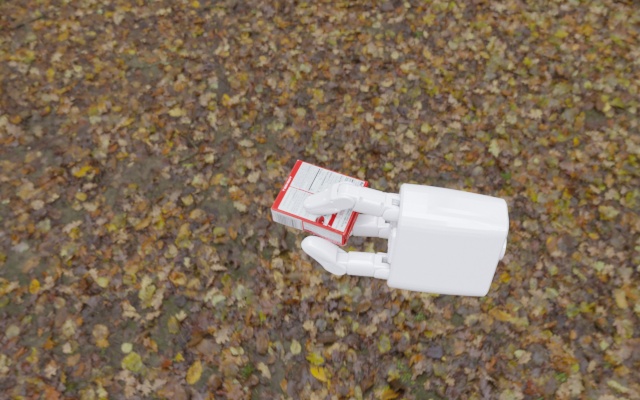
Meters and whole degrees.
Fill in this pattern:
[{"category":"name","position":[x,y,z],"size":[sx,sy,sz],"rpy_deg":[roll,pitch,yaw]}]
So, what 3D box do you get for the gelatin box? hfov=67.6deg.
[{"category":"gelatin box","position":[0.000,0.001,0.532],"size":[0.089,0.073,0.030],"rpy_deg":[19,-30,12]}]
